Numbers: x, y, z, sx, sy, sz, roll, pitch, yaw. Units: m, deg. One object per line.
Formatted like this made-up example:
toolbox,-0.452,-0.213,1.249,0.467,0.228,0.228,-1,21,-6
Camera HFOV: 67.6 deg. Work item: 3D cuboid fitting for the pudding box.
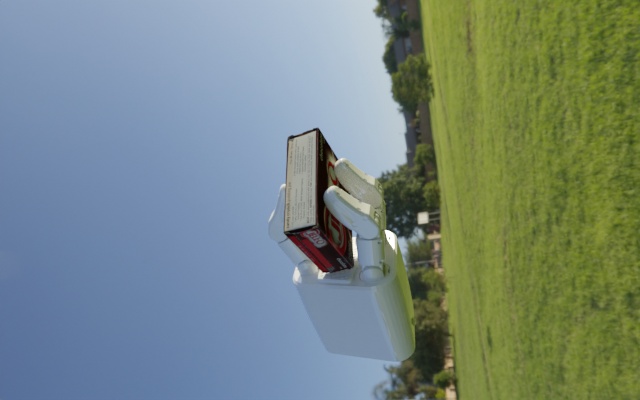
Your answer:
pudding box,0.000,0.002,0.463,0.039,0.113,0.090,-14,-35,17
